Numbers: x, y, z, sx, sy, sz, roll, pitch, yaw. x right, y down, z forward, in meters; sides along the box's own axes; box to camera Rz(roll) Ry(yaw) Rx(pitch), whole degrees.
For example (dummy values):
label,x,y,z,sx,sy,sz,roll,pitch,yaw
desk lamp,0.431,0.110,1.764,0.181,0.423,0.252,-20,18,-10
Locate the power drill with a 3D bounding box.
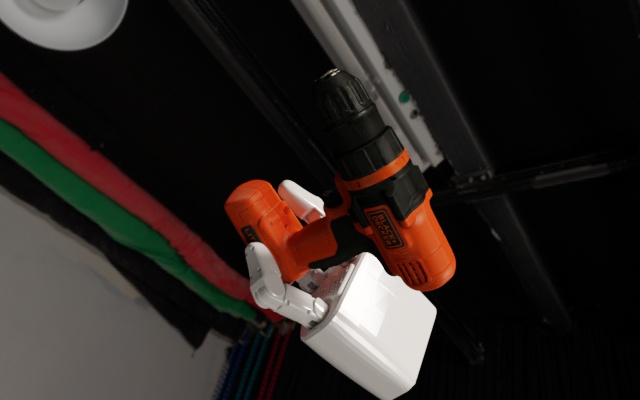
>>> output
label,x,y,z,sx,sy,sz,roll,pitch,yaw
power drill,0.000,0.002,0.405,0.188,0.184,0.057,-15,19,45
